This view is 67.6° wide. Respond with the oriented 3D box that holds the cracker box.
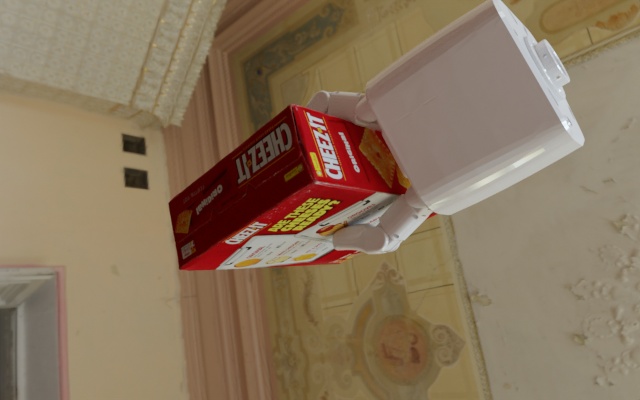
[{"bbox_3d":[0.000,0.002,0.436,0.164,0.072,0.214,-32,-24,34],"label":"cracker box"}]
